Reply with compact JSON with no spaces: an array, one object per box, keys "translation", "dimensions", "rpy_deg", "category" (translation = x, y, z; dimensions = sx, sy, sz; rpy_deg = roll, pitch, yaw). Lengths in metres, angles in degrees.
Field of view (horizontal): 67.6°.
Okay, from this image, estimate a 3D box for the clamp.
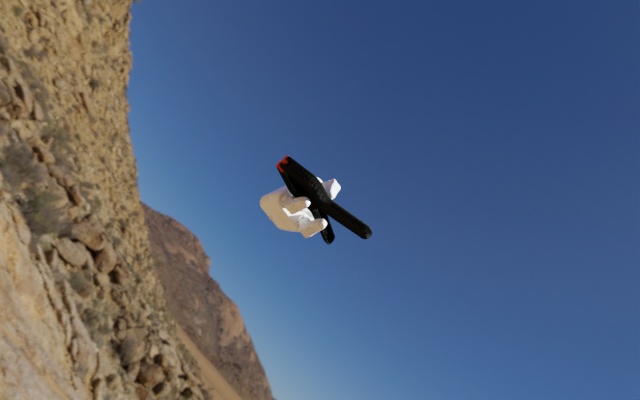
[{"translation":[0.000,0.002,0.893],"dimensions":[0.036,0.210,0.164],"rpy_deg":[-46,19,-25],"category":"clamp"}]
